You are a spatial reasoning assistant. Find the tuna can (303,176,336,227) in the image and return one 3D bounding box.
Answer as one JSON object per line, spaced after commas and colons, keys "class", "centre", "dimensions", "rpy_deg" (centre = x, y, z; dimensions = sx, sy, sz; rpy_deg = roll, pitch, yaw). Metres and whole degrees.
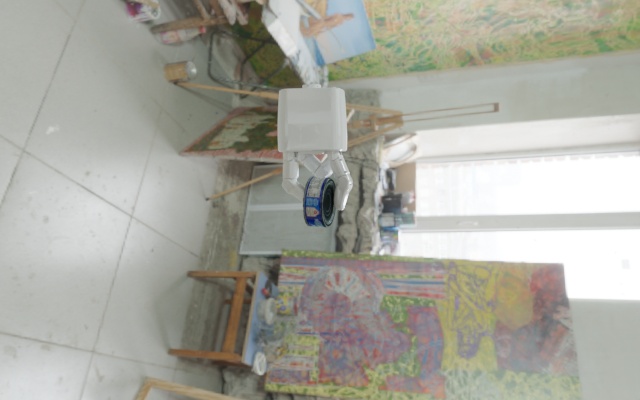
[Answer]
{"class": "tuna can", "centre": [0.001, 0.003, 0.806], "dimensions": [0.034, 0.086, 0.086], "rpy_deg": [4, 1, 18]}
